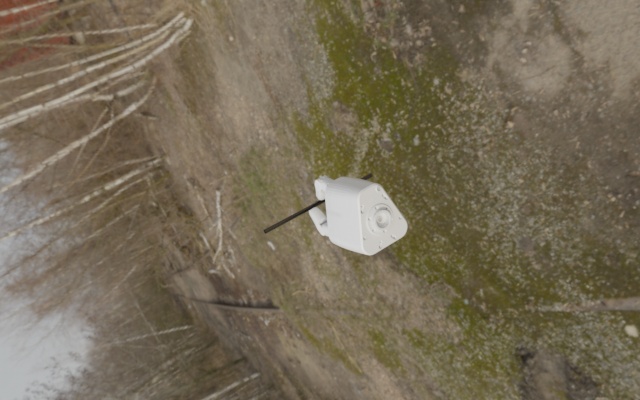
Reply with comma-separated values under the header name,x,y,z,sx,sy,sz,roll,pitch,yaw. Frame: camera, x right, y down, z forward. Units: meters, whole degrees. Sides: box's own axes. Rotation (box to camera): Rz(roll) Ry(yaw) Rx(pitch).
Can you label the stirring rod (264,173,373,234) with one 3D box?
name,x,y,z,sx,sy,sz,roll,pitch,yaw
stirring rod,0.000,0.003,0.890,0.239,0.011,0.011,-28,11,-21
